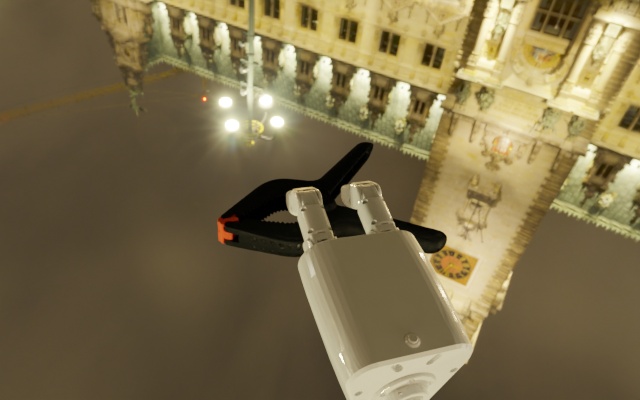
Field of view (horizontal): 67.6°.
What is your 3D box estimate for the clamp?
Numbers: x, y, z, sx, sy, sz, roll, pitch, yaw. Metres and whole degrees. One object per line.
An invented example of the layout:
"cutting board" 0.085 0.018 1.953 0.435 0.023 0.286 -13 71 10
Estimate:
"clamp" 0.000 0.002 0.481 0.210 0.036 0.164 -7 44 -17
